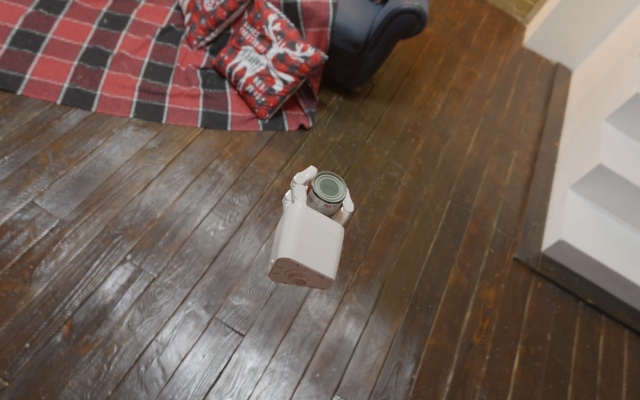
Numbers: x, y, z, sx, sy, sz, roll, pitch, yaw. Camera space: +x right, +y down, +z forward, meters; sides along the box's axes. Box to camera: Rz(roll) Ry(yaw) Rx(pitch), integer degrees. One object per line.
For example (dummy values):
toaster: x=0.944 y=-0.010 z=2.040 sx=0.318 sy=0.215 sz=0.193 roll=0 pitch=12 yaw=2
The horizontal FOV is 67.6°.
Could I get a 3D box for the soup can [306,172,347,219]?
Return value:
soup can: x=0.000 y=0.002 z=0.867 sx=0.068 sy=0.068 sz=0.102 roll=0 pitch=-32 yaw=-22
